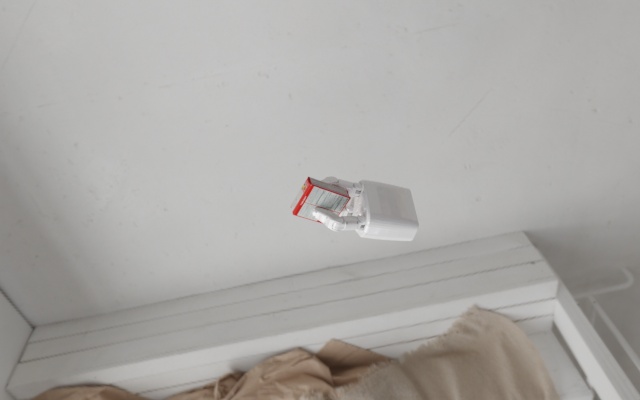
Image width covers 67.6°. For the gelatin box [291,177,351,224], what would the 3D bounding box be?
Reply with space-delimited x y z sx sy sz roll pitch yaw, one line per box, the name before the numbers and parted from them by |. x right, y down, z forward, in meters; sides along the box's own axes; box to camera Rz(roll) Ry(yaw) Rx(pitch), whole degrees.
gelatin box | 0.000 0.003 0.886 0.089 0.073 0.030 17 30 -27
